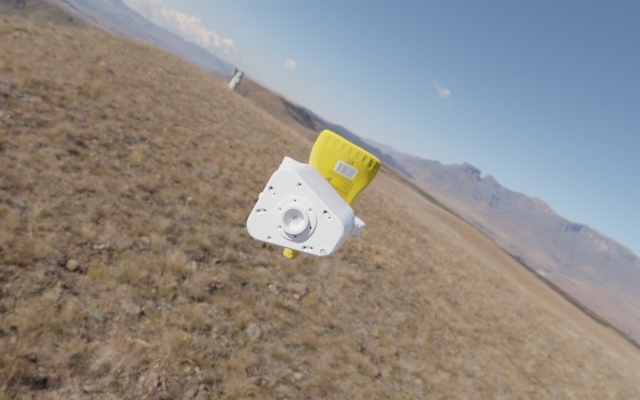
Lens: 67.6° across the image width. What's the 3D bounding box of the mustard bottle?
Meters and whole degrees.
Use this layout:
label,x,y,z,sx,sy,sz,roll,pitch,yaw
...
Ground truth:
label,x,y,z,sx,sy,sz,roll,pitch,yaw
mustard bottle,0.000,0.002,0.693,0.096,0.191,0.058,27,9,-19
